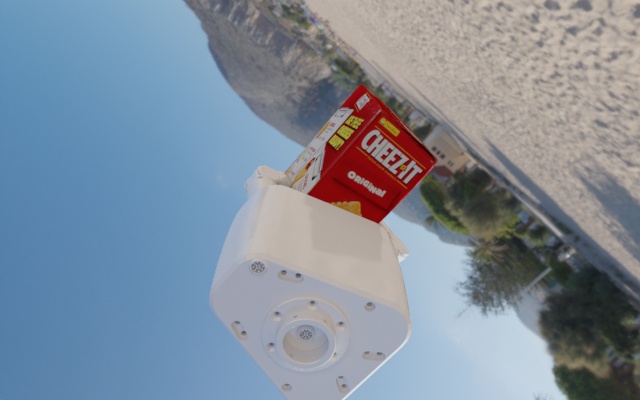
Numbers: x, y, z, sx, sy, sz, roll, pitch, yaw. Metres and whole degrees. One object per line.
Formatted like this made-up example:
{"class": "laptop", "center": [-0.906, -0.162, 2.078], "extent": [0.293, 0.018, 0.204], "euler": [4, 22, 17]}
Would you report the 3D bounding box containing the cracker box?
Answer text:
{"class": "cracker box", "center": [0.000, 0.002, 0.457], "extent": [0.072, 0.214, 0.164], "euler": [38, 16, -14]}
